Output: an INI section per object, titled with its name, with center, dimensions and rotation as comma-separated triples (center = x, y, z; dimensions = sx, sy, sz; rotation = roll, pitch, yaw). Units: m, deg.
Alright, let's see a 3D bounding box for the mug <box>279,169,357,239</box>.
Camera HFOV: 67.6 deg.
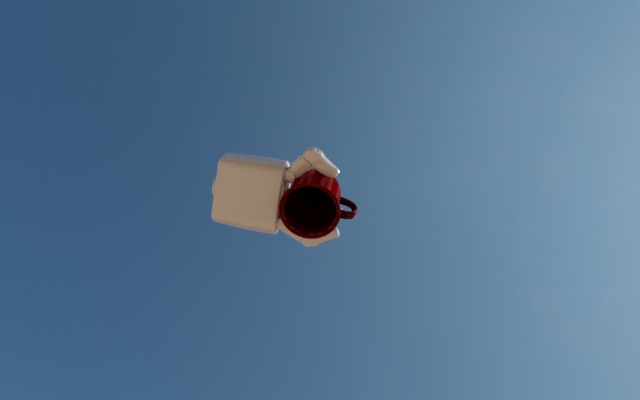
[mug]
center = 0.002, 0.003, 0.744
dimensions = 0.117, 0.093, 0.081
rotation = 11, 25, 3
